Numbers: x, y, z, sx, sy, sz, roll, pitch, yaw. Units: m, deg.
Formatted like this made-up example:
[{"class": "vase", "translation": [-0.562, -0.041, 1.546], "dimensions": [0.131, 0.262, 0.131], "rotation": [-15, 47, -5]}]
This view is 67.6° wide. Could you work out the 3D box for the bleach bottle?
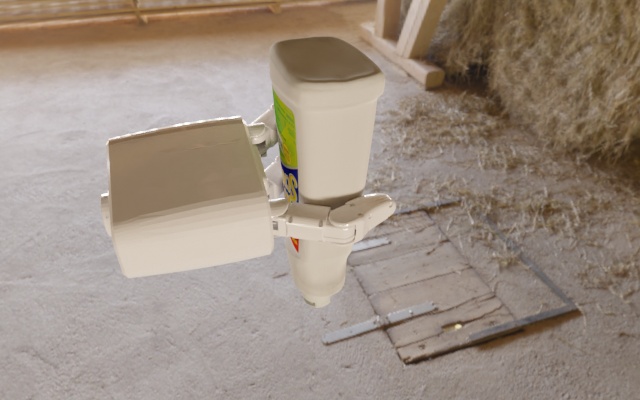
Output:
[{"class": "bleach bottle", "translation": [0.000, 0.001, 0.403], "dimensions": [0.068, 0.251, 0.102], "rotation": [-11, 37, -15]}]
